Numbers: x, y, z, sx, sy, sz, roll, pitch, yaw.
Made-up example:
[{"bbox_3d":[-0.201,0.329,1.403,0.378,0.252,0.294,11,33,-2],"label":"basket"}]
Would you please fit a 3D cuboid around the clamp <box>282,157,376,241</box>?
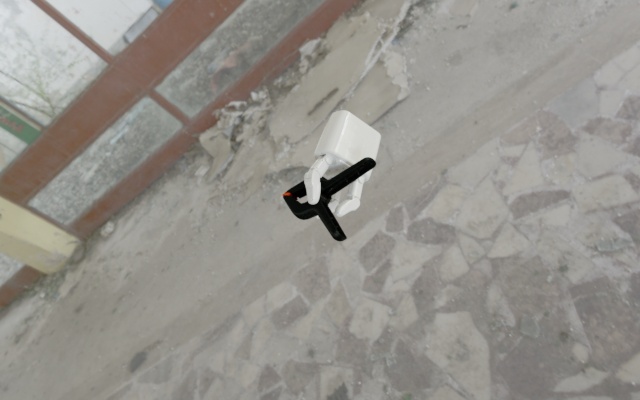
[{"bbox_3d":[-0.001,0.002,0.894,0.210,0.164,0.036,-7,-35,44],"label":"clamp"}]
